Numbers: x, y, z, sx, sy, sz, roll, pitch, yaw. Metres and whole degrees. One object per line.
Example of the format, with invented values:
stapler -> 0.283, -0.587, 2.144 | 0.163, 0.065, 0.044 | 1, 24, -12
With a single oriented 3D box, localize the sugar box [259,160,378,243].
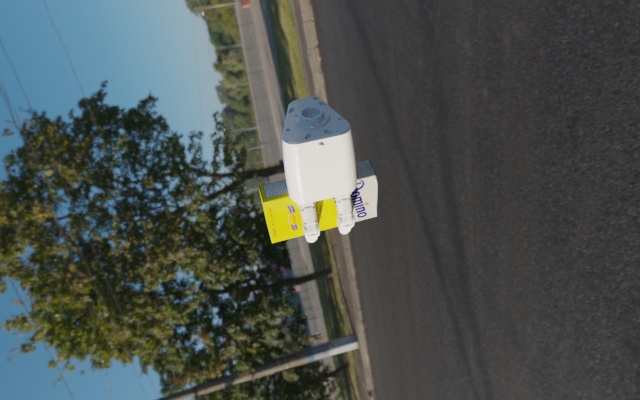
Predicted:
sugar box -> 0.000, 0.003, 0.740 | 0.176, 0.093, 0.048 | -13, 44, -6
